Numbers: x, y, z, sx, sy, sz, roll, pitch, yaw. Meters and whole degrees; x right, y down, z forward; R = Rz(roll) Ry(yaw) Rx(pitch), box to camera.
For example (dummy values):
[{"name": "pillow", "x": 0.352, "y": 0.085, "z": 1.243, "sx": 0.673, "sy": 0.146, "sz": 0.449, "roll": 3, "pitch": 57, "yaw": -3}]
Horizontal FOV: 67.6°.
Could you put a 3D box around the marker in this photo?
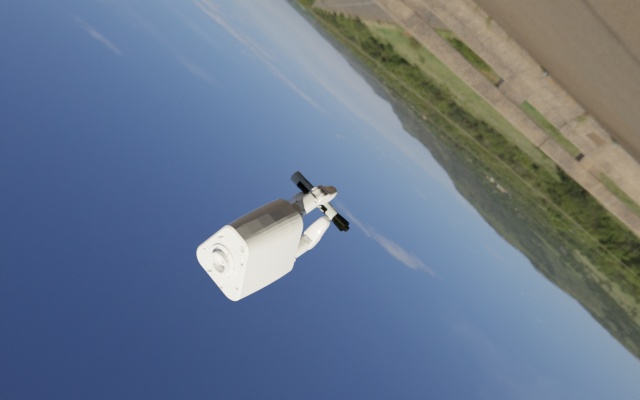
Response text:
[{"name": "marker", "x": 0.000, "y": 0.002, "z": 0.729, "sx": 0.121, "sy": 0.020, "sz": 0.020, "roll": 46, "pitch": 16, "yaw": 16}]
